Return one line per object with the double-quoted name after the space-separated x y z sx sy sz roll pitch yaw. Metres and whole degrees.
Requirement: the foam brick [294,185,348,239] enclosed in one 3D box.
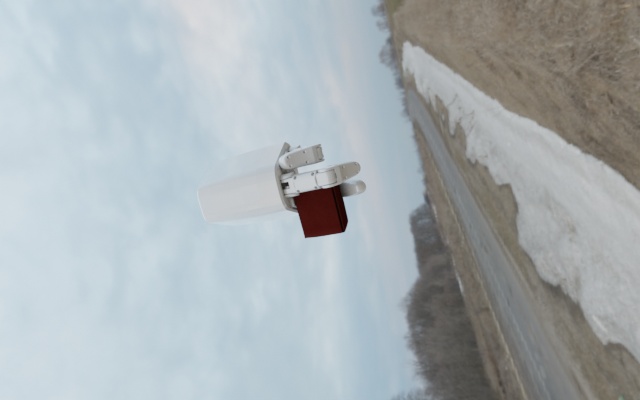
0.000 0.002 0.601 0.051 0.078 0.053 -13 9 11 "foam brick"
